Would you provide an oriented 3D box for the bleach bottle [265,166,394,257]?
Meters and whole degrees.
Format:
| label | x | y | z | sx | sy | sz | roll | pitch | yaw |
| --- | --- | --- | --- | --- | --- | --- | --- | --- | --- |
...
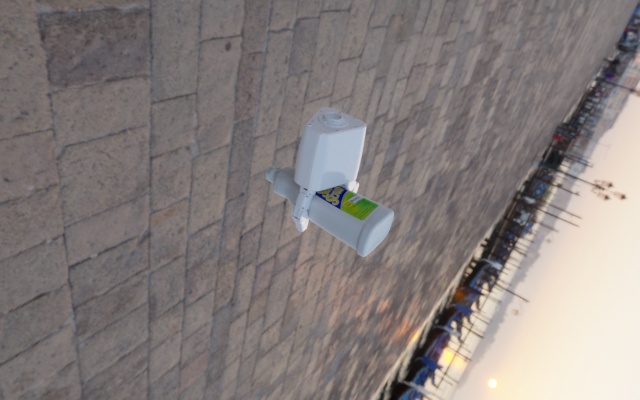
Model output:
| label | x | y | z | sx | sy | sz | roll | pitch | yaw |
| --- | --- | --- | --- | --- | --- | --- | --- | --- | --- |
| bleach bottle | 0.000 | 0.003 | 0.860 | 0.251 | 0.068 | 0.102 | 28 | 37 | 23 |
